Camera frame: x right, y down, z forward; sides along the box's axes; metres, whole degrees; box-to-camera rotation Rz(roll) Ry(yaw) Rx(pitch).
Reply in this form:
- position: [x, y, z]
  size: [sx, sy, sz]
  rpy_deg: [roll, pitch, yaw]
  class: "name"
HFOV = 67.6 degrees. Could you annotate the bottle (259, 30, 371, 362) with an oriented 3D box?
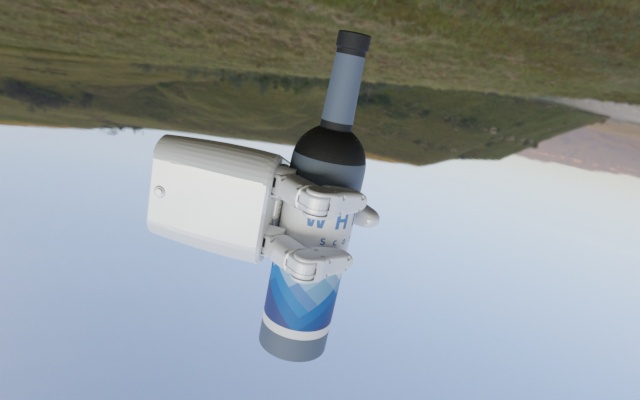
- position: [0.000, 0.002, 0.432]
  size: [0.069, 0.296, 0.069]
  rpy_deg: [11, 16, -3]
  class: "bottle"
